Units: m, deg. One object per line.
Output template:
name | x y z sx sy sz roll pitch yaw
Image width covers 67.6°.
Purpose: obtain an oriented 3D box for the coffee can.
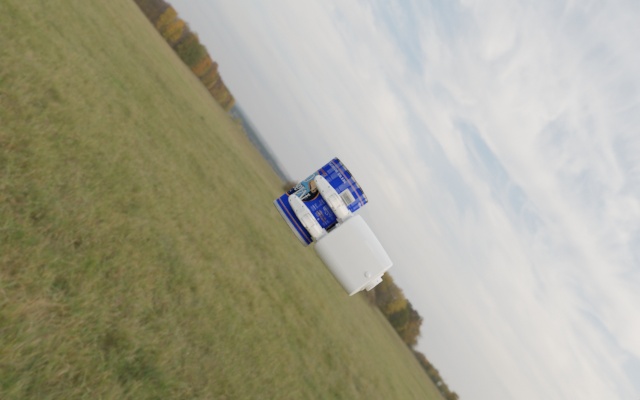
coffee can | 0.000 0.003 0.865 0.140 0.103 0.103 -36 1 -2
